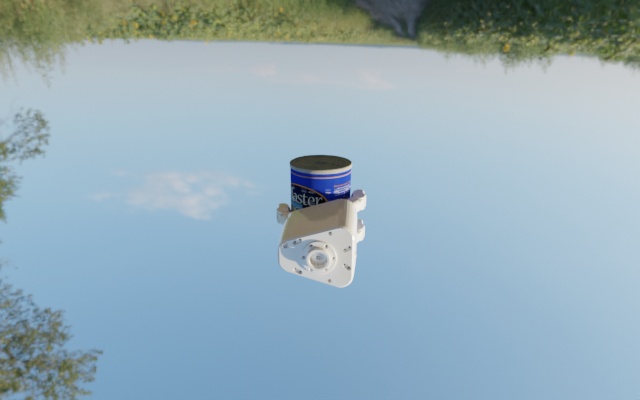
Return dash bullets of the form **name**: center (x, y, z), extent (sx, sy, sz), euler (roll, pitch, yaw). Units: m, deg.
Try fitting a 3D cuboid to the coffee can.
- **coffee can**: center (0.000, 0.002, 0.804), extent (0.103, 0.140, 0.102), euler (0, 19, 0)
